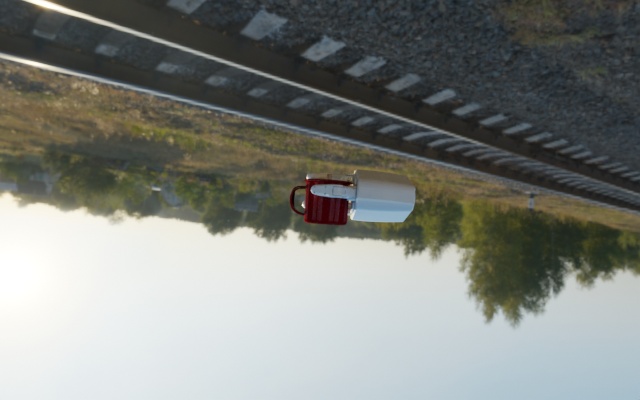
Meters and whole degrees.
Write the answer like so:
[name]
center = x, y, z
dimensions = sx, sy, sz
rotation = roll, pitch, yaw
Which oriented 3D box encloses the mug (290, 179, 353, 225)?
[mug]
center = -0.001, 0.003, 0.897
dimensions = 0.117, 0.081, 0.093
rotation = 4, -1, 0
